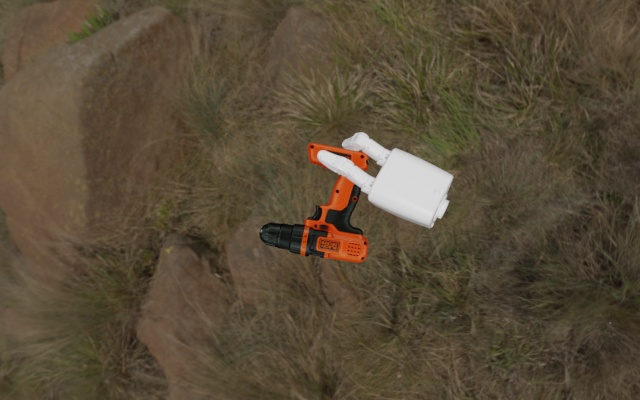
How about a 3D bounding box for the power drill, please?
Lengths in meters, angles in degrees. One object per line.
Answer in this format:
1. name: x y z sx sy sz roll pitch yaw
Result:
1. power drill: 0.000 0.002 0.801 0.184 0.187 0.057 10 2 -1
